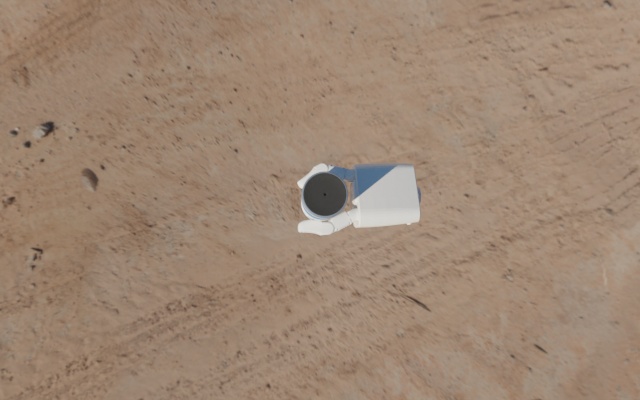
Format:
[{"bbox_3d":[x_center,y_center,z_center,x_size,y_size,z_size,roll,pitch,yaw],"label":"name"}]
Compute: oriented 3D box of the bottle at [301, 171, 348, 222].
[{"bbox_3d":[0.000,0.003,0.826,0.069,0.069,0.296,0,-4,-2],"label":"bottle"}]
